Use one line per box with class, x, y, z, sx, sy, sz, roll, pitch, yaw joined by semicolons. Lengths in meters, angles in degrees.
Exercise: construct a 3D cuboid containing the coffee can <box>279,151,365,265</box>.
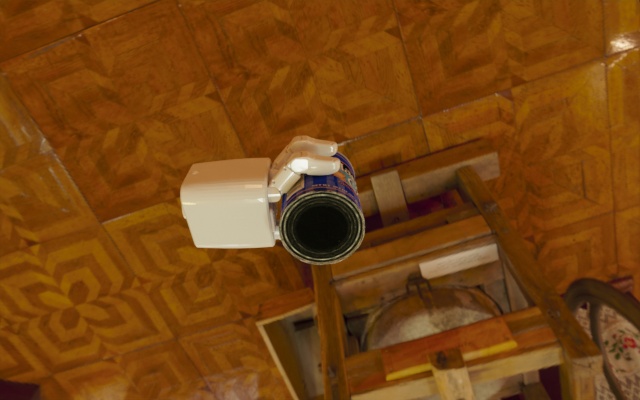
coffee can;0.000;0.002;0.623;0.103;0.103;0.140;0;28;-2
